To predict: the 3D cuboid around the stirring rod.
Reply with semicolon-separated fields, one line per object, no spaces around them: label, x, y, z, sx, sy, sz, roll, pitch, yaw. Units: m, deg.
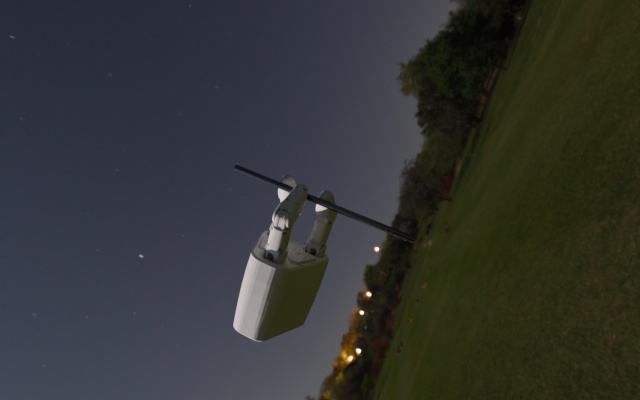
stirring rod;0.000;0.002;0.576;0.239;0.011;0.011;22;6;15
